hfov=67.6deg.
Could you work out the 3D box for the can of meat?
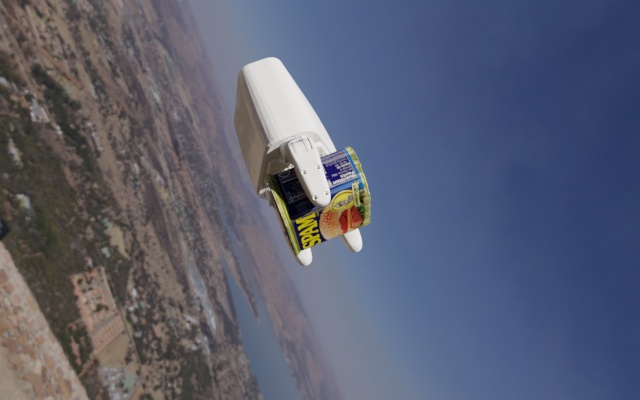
[{"bbox_3d":[0.000,0.001,0.465,0.084,0.057,0.102,-21,-28,-6],"label":"can of meat"}]
